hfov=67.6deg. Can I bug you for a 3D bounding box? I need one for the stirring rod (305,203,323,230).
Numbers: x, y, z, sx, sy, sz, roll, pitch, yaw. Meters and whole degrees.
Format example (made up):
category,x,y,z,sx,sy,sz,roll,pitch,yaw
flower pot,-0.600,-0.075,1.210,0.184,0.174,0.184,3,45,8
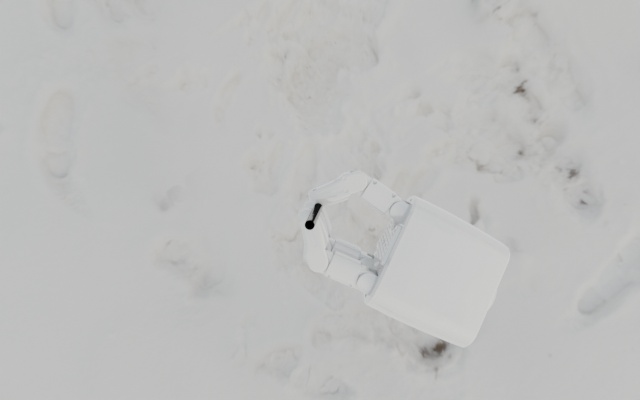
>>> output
category,x,y,z,sx,sy,sz,roll,pitch,yaw
stirring rod,0.000,0.002,0.496,0.011,0.011,0.239,0,9,4
